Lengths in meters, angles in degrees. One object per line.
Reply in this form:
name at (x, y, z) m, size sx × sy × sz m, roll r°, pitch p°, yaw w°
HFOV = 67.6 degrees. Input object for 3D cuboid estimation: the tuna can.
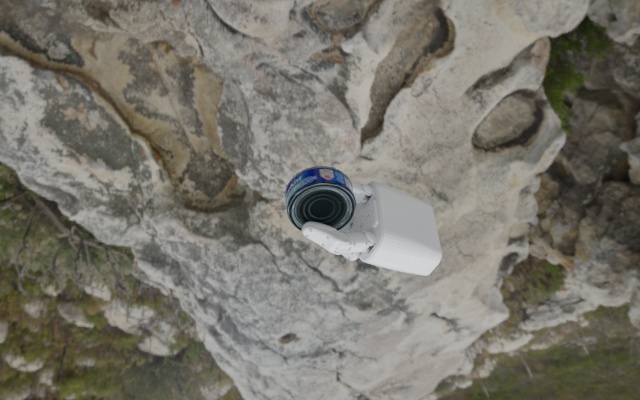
tuna can at (0.000, 0.002, 0.586) m, size 0.086 × 0.086 × 0.033 m, roll 0°, pitch 39°, yaw -8°
